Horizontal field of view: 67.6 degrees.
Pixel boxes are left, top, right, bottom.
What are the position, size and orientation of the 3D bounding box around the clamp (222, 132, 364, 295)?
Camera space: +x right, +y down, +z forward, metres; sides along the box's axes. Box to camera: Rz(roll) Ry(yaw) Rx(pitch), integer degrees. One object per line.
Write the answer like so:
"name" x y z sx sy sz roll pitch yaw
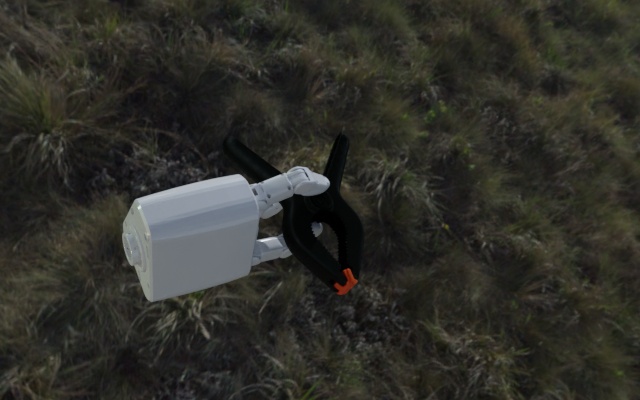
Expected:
"clamp" 0.000 0.002 0.541 0.164 0.210 0.036 -15 -25 -32
